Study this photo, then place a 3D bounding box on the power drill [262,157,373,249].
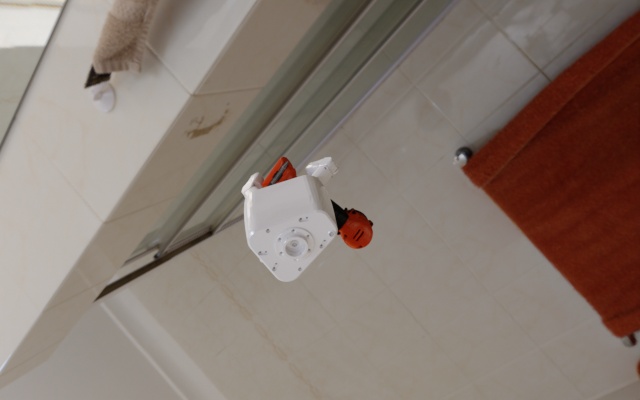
[{"bbox_3d":[0.000,0.002,0.776,0.187,0.057,0.184,34,2,-4],"label":"power drill"}]
